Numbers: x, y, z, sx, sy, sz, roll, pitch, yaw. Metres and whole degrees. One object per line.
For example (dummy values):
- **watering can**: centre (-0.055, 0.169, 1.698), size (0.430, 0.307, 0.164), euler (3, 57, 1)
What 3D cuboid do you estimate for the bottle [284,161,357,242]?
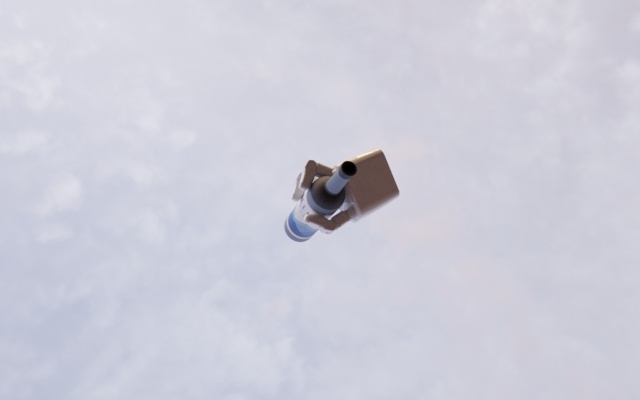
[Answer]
- **bottle**: centre (0.000, 0.003, 0.888), size (0.069, 0.069, 0.296), euler (0, -22, -19)
